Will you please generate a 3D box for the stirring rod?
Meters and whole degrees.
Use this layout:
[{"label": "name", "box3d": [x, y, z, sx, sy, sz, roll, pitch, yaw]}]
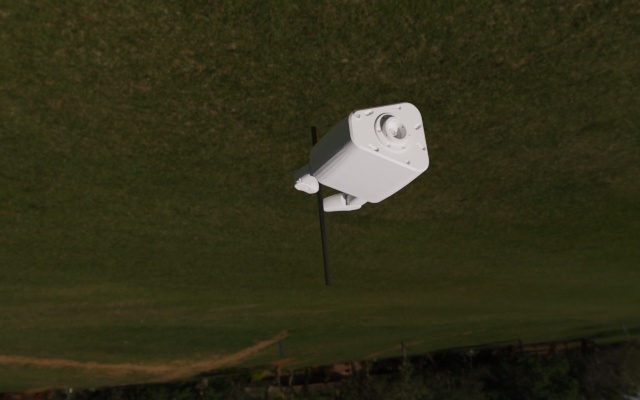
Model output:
[{"label": "stirring rod", "box3d": [0.000, 0.002, 0.692, 0.011, 0.239, 0.011, -5, -18, -2]}]
